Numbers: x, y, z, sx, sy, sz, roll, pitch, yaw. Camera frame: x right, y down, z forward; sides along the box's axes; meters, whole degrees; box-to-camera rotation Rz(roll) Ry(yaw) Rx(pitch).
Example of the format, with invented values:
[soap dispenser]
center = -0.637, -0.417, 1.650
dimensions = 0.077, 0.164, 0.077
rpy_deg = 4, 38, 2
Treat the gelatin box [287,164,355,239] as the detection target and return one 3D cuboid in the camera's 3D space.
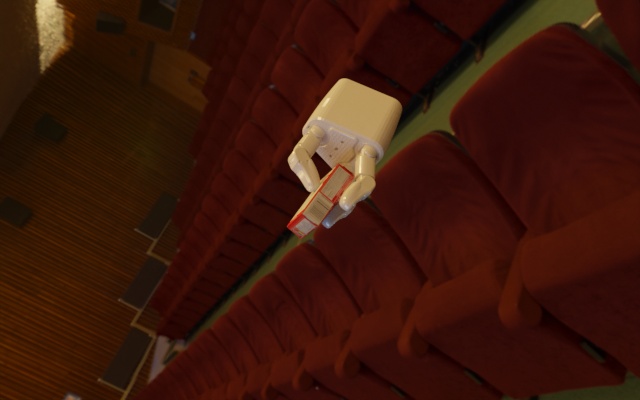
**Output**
[gelatin box]
center = 0.000, 0.002, 0.621
dimensions = 0.030, 0.089, 0.073
rpy_deg = 39, -25, -5
